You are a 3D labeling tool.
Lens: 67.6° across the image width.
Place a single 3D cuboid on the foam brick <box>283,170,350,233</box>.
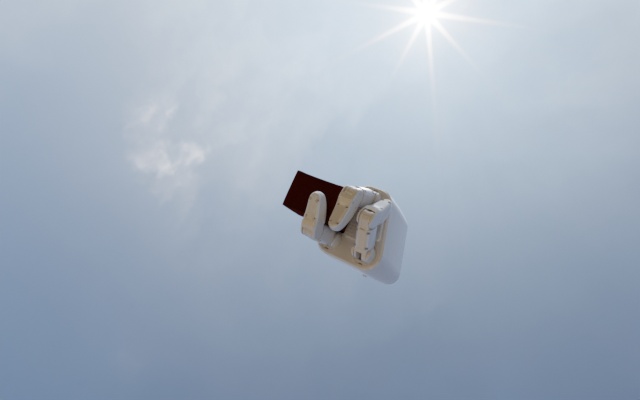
[{"bbox_3d":[0.000,0.002,0.634,0.078,0.053,0.051,22,-7,31],"label":"foam brick"}]
